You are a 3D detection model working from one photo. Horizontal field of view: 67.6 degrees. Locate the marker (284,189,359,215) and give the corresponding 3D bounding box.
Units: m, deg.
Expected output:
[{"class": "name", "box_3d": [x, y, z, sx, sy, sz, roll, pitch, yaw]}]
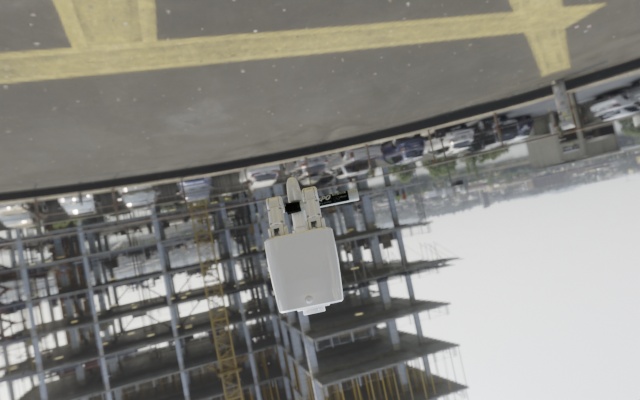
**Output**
[{"class": "marker", "box_3d": [0.000, 0.002, 0.754, 0.121, 0.020, 0.020, -12, -1, 2]}]
